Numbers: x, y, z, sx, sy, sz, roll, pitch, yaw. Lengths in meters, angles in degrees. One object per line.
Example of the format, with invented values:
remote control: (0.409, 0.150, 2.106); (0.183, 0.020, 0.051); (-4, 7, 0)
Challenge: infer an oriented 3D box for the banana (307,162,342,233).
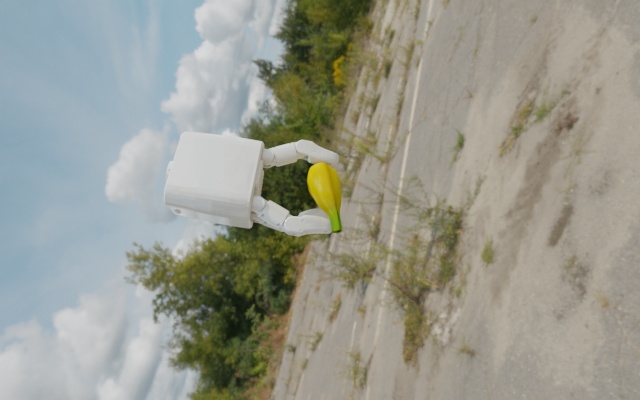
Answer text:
banana: (0.001, -0.016, 0.615); (0.037, 0.069, 0.197); (2, 11, -4)
